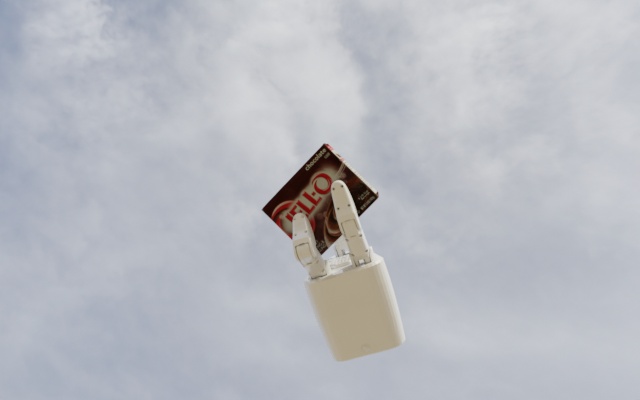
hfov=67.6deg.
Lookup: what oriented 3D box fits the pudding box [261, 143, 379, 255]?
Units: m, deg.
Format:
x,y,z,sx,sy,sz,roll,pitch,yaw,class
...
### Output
x,y,z,sx,sy,sz,roll,pitch,yaw,class
0.000,0.002,0.572,0.090,0.113,0.039,44,9,0,pudding box
